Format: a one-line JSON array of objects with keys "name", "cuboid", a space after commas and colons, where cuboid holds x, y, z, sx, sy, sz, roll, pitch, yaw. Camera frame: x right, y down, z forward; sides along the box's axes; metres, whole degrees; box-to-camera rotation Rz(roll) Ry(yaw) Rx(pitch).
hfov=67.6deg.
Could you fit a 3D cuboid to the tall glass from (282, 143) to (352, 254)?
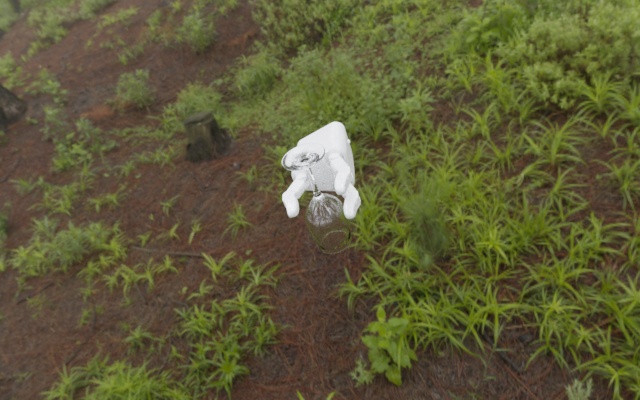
[{"name": "tall glass", "cuboid": [0.000, 0.002, 0.832, 0.079, 0.201, 0.079, -13, 37, 10]}]
